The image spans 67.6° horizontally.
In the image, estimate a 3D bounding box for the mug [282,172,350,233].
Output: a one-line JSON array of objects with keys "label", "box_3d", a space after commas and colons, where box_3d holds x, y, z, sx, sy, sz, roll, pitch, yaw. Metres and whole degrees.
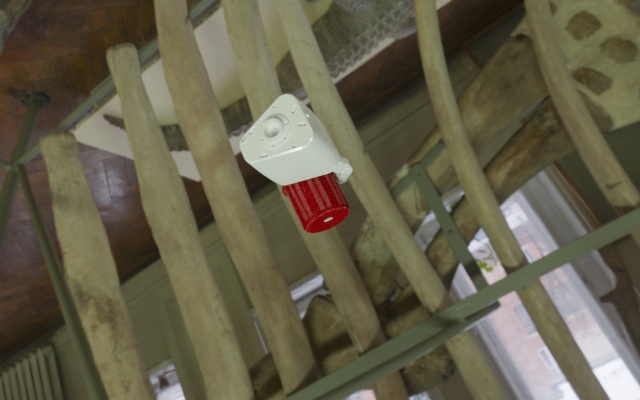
[{"label": "mug", "box_3d": [0.001, 0.003, 0.785, 0.093, 0.081, 0.117, -32, -23, 12]}]
